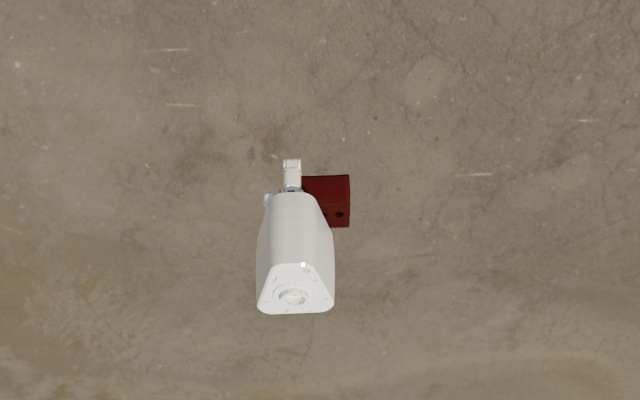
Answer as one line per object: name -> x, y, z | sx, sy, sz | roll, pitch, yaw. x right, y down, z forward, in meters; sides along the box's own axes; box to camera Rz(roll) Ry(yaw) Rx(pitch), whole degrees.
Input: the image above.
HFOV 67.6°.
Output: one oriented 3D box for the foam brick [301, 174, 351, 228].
foam brick -> 0.000, 0.002, 0.627 | 0.078, 0.051, 0.053 | -2, -43, -1
